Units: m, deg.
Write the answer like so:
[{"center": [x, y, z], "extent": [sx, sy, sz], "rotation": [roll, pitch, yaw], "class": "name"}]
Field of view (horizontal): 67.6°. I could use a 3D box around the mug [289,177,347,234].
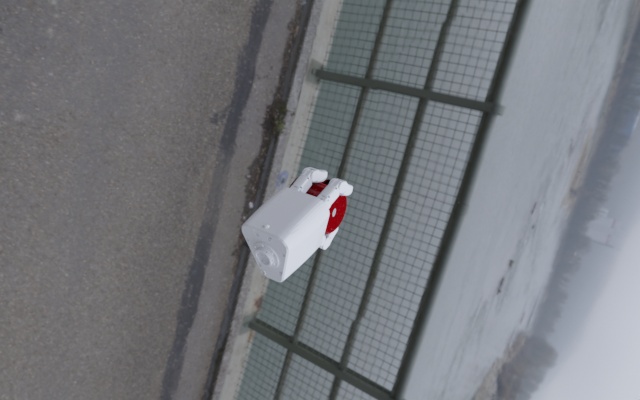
[{"center": [0.001, 0.002, 0.856], "extent": [0.081, 0.093, 0.117], "rotation": [21, 46, 29], "class": "mug"}]
